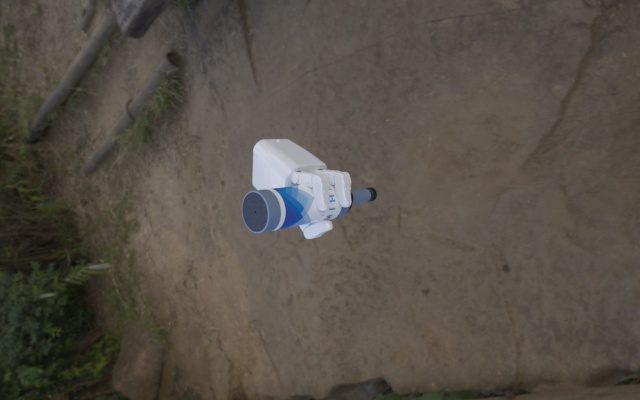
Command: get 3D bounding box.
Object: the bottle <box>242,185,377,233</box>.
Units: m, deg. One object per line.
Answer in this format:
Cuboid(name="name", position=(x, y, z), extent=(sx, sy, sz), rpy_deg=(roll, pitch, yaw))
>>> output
Cuboid(name="bottle", position=(0.000, 0.003, 0.836), extent=(0.069, 0.069, 0.295), rpy_deg=(0, 6, 44))
